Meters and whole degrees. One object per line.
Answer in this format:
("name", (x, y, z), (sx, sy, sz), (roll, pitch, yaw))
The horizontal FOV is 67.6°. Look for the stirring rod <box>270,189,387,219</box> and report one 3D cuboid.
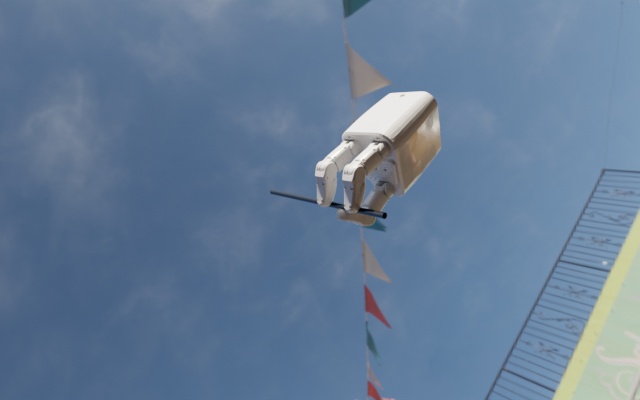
("stirring rod", (0.000, 0.002, 0.653), (0.011, 0.011, 0.239), (0, 7, -39))
